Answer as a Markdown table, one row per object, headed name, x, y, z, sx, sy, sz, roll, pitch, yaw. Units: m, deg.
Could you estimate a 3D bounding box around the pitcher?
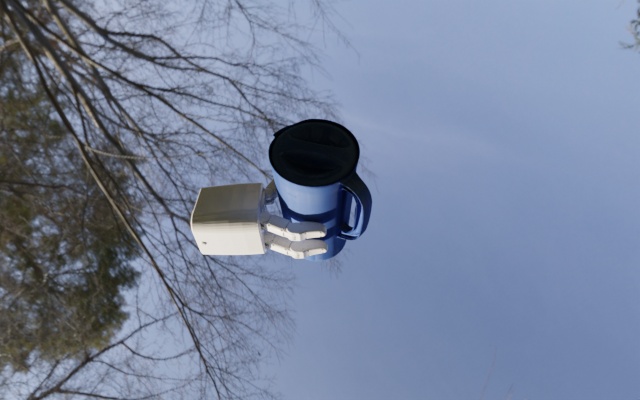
| name | x | y | z | sx | sy | sz | roll | pitch | yaw |
| --- | --- | --- | --- | --- | --- | --- | --- | --- | --- |
| pitcher | 0.000 | 0.003 | 0.775 | 0.145 | 0.149 | 0.243 | -3 | -37 | -1 |
